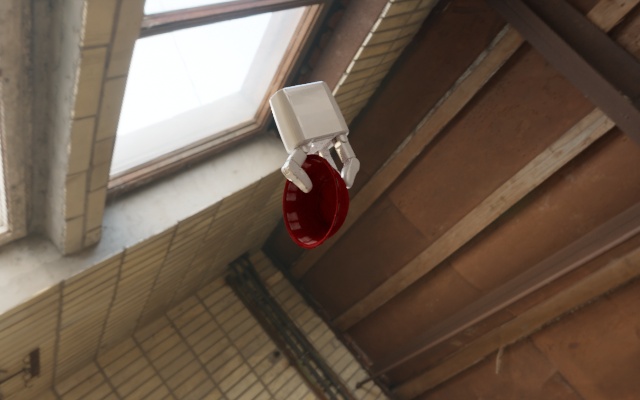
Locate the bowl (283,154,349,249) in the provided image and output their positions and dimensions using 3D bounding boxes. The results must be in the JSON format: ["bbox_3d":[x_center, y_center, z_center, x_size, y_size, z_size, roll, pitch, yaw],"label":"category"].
[{"bbox_3d":[0.001,0.004,0.826,0.055,0.162,0.162,4,-2,-37],"label":"bowl"}]
